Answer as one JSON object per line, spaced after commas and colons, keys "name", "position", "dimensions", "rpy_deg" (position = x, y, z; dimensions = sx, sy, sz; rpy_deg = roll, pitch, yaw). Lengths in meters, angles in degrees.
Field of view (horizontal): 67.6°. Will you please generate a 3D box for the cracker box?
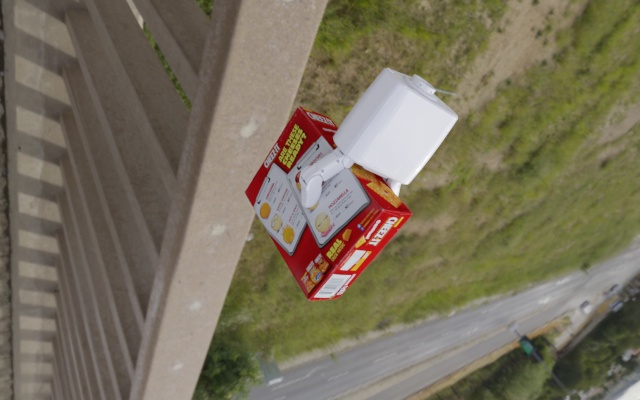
{"name": "cracker box", "position": [0.000, 0.002, 0.654], "dimensions": [0.072, 0.164, 0.213], "rpy_deg": [9, 35, -45]}
